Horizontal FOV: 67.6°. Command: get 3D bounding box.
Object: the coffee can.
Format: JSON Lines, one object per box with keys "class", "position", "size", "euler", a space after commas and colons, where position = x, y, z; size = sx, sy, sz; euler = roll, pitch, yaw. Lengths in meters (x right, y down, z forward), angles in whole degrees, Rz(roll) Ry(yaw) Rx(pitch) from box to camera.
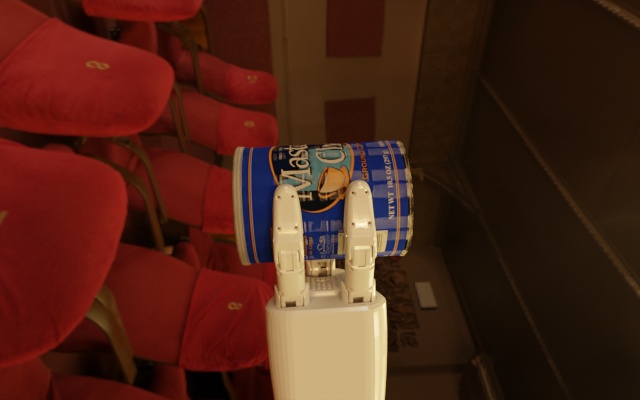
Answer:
{"class": "coffee can", "position": [0.000, 0.001, 0.418], "size": [0.140, 0.103, 0.103], "euler": [-3, 0, -3]}
